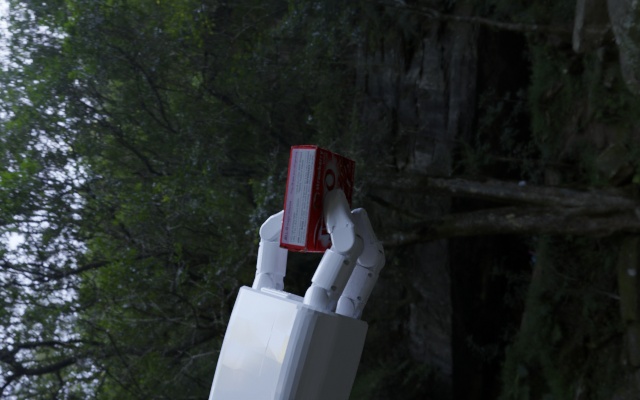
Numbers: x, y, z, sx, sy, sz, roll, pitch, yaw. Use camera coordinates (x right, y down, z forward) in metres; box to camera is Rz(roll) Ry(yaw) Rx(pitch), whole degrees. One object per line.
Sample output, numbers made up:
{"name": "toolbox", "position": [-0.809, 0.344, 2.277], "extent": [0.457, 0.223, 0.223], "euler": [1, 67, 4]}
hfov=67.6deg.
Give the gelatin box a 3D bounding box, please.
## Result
{"name": "gelatin box", "position": [0.000, 0.001, 0.424], "extent": [0.030, 0.089, 0.073], "euler": [4, -3, 30]}
